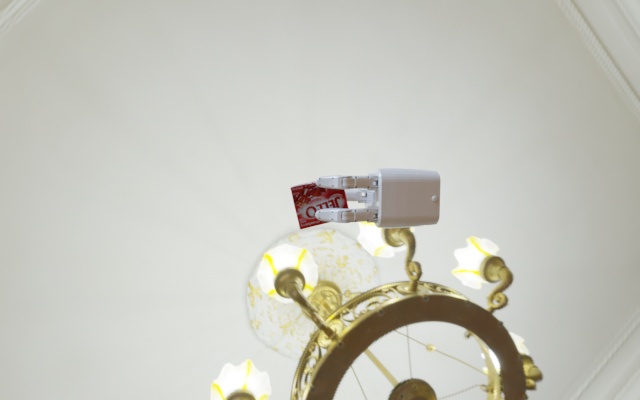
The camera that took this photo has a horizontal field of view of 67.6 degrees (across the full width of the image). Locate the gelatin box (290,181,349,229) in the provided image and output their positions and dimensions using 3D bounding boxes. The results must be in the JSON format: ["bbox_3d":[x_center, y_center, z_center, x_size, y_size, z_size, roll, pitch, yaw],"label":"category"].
[{"bbox_3d":[0.000,0.003,0.805,0.089,0.073,0.030,-13,6,0],"label":"gelatin box"}]
